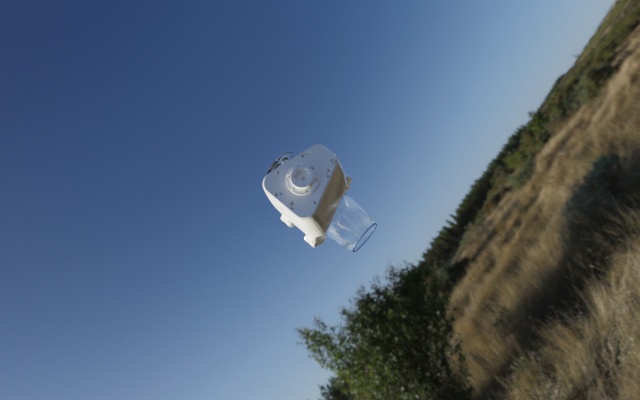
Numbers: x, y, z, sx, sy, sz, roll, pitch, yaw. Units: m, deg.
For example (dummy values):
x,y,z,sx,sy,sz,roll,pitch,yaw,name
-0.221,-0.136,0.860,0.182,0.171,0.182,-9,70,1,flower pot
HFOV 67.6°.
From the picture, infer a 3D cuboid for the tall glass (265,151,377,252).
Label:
x,y,z,sx,sy,sz,roll,pitch,yaw,name
0.000,0.002,0.823,0.201,0.079,0.079,39,12,16,tall glass
